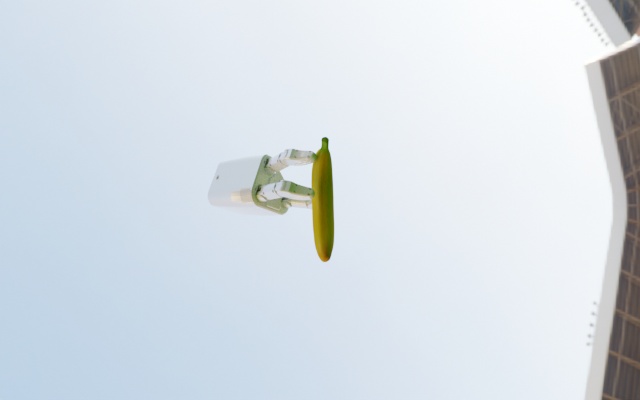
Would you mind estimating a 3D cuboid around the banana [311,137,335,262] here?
[{"bbox_3d":[0.002,0.001,0.777,0.037,0.198,0.069,-3,-7,7],"label":"banana"}]
